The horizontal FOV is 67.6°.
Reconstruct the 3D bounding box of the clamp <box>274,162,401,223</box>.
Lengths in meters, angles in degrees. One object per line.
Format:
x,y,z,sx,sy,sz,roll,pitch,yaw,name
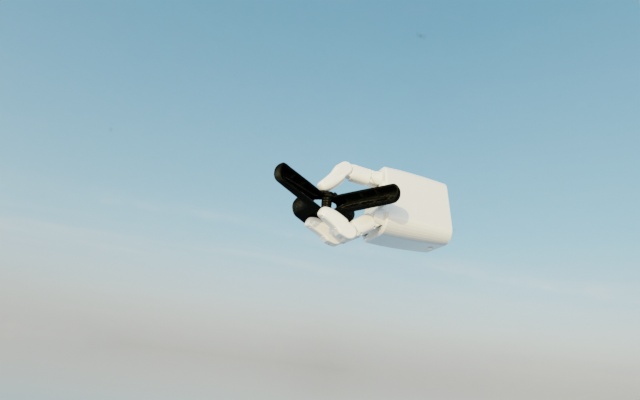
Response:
0.000,0.002,0.688,0.164,0.036,0.210,14,-20,-12,clamp
